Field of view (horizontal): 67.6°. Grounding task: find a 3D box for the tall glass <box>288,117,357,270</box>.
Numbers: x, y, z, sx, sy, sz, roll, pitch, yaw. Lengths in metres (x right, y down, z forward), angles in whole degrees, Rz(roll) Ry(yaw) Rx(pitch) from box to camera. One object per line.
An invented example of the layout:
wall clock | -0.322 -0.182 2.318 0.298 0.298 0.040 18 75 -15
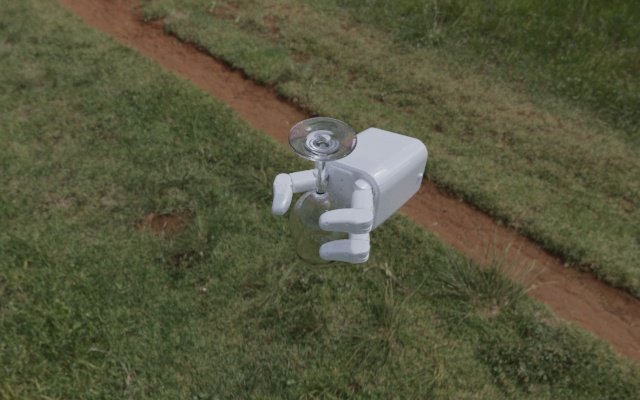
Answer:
tall glass | 0.000 0.001 0.582 0.079 0.079 0.201 0 -44 -3
